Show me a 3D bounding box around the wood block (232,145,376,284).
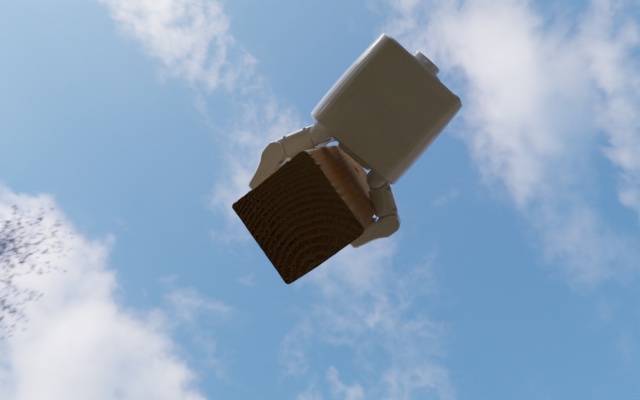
[{"bbox_3d":[0.001,0.002,0.514,0.090,0.091,0.206,-36,-1,15],"label":"wood block"}]
